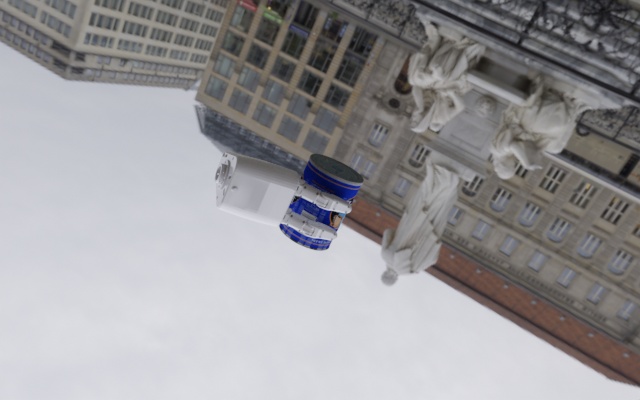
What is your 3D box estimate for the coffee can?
[{"bbox_3d":[0.000,0.003,0.846,0.103,0.140,0.102,23,18,-8],"label":"coffee can"}]
